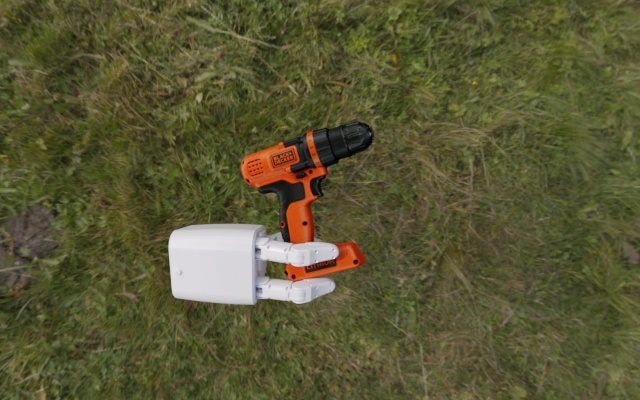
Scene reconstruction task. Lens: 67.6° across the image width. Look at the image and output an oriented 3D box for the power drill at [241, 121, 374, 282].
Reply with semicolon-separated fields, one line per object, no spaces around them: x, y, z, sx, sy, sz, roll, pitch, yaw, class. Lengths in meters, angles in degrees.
0.000;0.003;0.632;0.184;0.187;0.057;-17;-6;15;power drill
